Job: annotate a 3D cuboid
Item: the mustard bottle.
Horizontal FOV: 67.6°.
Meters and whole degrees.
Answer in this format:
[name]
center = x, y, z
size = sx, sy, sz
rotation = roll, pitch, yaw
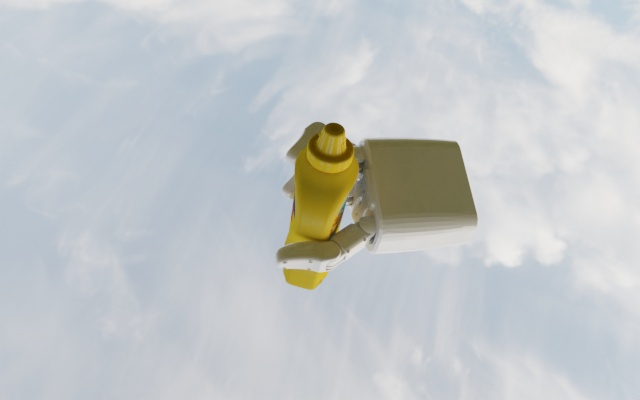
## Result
[mustard bottle]
center = 0.000, 0.002, 0.469
size = 0.058, 0.096, 0.192
rotation = 16, -40, 3
